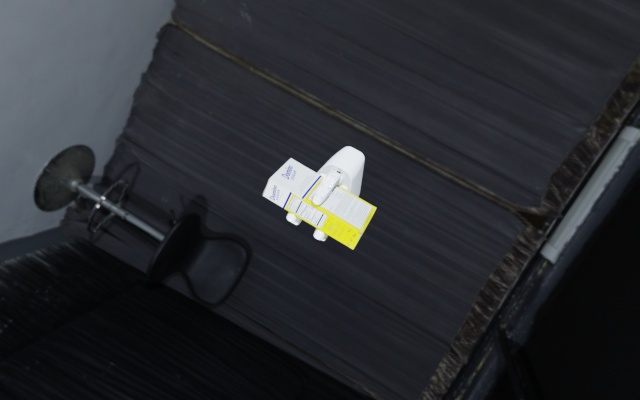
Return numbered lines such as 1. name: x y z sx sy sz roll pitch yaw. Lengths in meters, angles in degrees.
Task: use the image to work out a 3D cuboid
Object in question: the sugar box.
1. sugar box: 0.000 0.003 0.811 0.176 0.048 0.093 29 33 6
